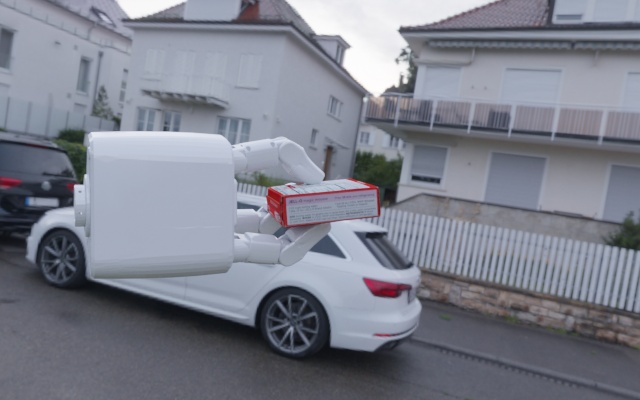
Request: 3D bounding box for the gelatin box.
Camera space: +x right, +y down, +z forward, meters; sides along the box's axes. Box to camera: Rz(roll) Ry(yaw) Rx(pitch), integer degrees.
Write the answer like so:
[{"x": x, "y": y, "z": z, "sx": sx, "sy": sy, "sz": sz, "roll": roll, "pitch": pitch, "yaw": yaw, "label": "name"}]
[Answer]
[{"x": 0.000, "y": 0.001, "z": 0.436, "sx": 0.089, "sy": 0.030, "sz": 0.073, "roll": -7, "pitch": 9, "yaw": -15, "label": "gelatin box"}]
